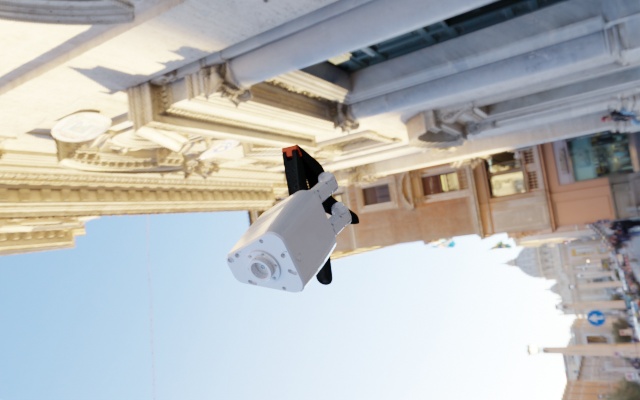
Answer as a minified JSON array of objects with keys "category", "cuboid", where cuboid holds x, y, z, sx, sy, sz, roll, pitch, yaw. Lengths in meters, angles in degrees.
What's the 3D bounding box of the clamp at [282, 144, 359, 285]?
[{"category":"clamp","cuboid":[-0.001,0.002,0.749,0.036,0.210,0.164,-11,23,29]}]
